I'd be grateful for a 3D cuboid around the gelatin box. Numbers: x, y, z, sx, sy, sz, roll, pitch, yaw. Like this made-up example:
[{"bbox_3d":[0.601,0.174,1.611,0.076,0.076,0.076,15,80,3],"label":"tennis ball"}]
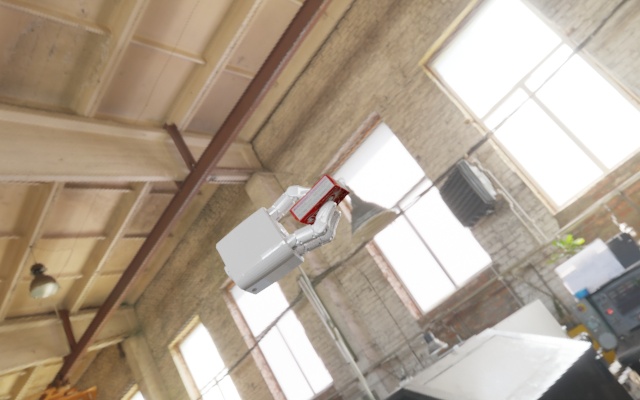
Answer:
[{"bbox_3d":[0.000,0.002,0.801,0.030,0.089,0.073,48,10,22],"label":"gelatin box"}]
